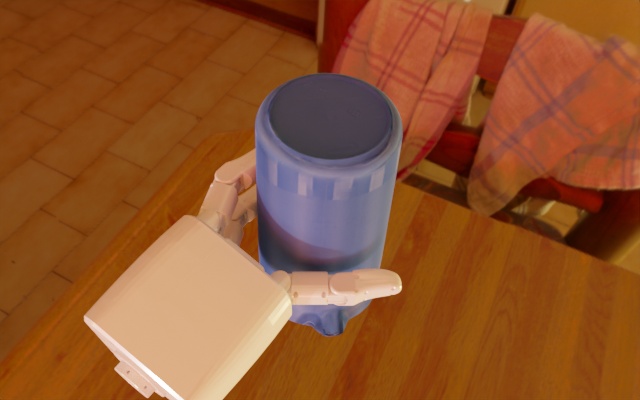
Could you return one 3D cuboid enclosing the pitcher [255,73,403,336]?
[{"bbox_3d":[0.000,0.002,0.443,0.149,0.145,0.243,32,-31,19],"label":"pitcher"}]
